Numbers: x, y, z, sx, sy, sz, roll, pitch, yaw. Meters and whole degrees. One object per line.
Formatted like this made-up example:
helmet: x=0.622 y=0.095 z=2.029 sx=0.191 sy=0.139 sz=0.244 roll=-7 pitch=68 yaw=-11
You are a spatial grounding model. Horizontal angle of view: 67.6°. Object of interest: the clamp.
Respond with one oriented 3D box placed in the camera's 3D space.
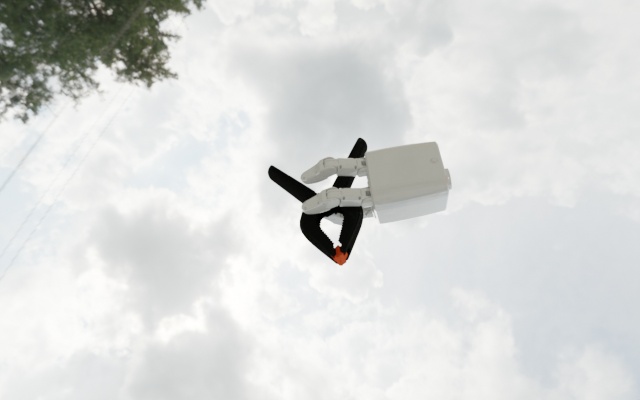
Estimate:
clamp: x=0.001 y=0.003 z=0.714 sx=0.164 sy=0.209 sz=0.036 roll=-12 pitch=-36 yaw=10
